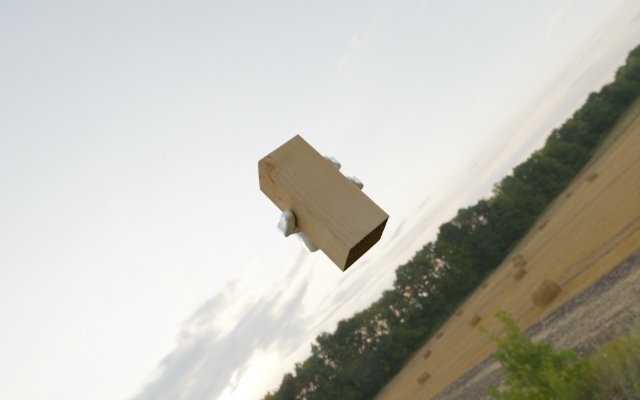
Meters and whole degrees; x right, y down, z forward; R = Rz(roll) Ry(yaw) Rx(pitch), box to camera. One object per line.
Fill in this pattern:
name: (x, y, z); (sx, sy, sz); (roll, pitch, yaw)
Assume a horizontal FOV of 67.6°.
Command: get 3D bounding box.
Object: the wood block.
wood block: (0.000, 0.003, 0.771); (0.091, 0.206, 0.090); (-38, -21, -24)
